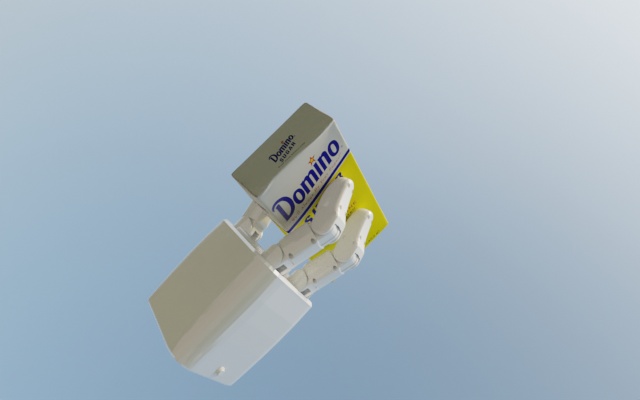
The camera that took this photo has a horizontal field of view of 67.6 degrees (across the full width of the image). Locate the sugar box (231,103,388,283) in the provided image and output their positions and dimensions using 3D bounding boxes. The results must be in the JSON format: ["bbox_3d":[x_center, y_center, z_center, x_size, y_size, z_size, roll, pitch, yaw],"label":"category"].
[{"bbox_3d":[0.000,0.002,0.456,0.048,0.093,0.176,38,-10,36],"label":"sugar box"}]
